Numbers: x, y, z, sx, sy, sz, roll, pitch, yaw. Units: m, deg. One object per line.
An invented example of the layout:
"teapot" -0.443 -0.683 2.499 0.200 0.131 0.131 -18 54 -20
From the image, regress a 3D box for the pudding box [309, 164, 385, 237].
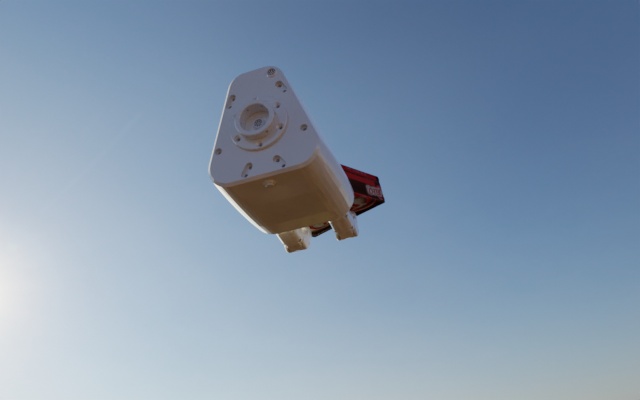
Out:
"pudding box" 0.000 0.002 0.531 0.113 0.039 0.090 -27 -28 36
